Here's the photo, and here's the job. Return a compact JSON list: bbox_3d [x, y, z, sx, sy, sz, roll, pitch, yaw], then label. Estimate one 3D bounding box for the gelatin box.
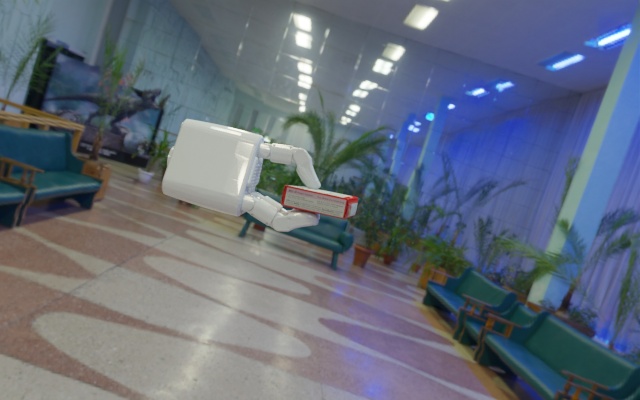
[{"bbox_3d":[0.001,0.002,0.640,0.089,0.030,0.073,11,4,13],"label":"gelatin box"}]
